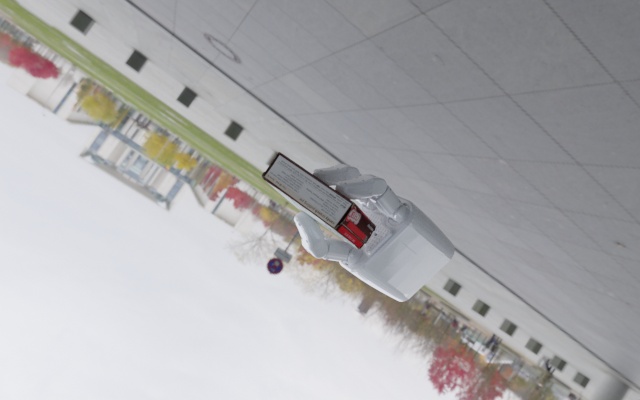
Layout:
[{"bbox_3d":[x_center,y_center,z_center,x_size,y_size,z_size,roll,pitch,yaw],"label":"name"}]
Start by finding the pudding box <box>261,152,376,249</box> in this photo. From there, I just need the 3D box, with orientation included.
[{"bbox_3d":[0.000,0.002,0.529,0.113,0.039,0.090,33,-5,27],"label":"pudding box"}]
